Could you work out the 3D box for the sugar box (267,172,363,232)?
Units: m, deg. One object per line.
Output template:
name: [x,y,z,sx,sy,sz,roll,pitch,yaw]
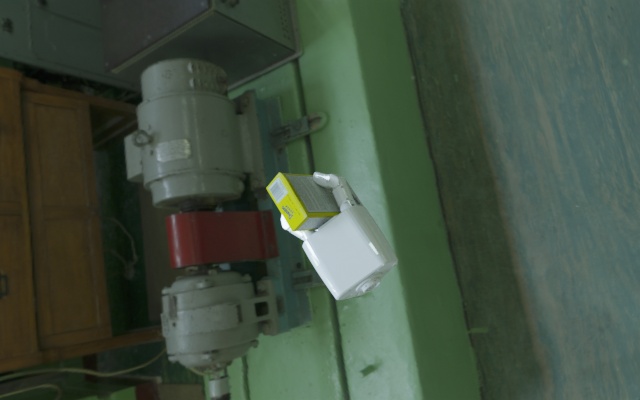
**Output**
sugar box: [0.000,0.003,0.807,0.048,0.093,0.176,-45,-27,26]
